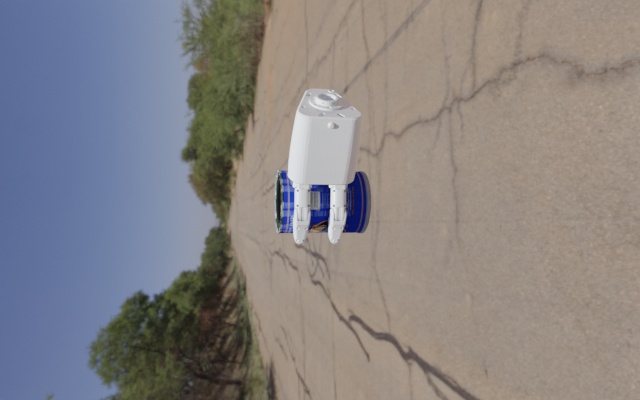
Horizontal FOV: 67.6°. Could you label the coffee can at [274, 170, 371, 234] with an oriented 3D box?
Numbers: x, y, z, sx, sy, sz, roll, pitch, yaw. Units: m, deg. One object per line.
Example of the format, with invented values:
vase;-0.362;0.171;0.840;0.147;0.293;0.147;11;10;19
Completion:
coffee can;0.000;0.003;0.774;0.140;0.103;0.103;0;0;-11
